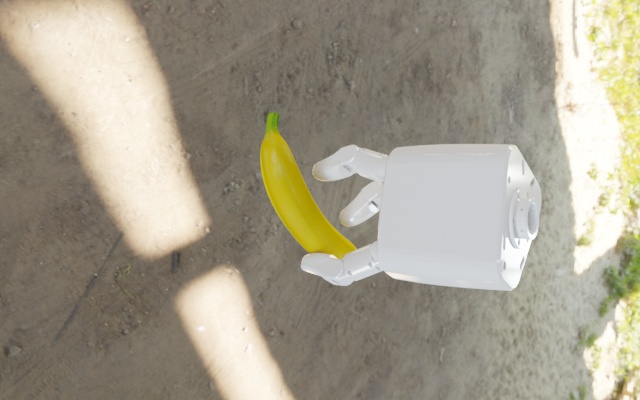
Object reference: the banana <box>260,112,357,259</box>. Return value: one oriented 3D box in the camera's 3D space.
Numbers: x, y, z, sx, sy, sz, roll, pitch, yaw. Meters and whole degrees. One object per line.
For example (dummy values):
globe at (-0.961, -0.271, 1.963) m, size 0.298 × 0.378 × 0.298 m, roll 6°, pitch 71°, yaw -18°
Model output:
banana at (-0.010, 0.011, 0.478) m, size 0.037 × 0.198 × 0.069 m, roll -4°, pitch 36°, yaw 39°
